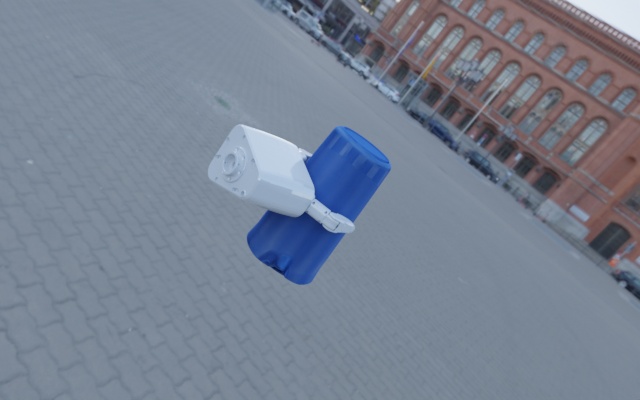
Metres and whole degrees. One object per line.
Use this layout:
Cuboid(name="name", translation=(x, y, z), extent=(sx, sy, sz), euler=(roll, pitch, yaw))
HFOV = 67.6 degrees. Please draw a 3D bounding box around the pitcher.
Cuboid(name="pitcher", translation=(0.000, 0.003, 0.773), extent=(0.145, 0.243, 0.149), euler=(18, 25, -48))
